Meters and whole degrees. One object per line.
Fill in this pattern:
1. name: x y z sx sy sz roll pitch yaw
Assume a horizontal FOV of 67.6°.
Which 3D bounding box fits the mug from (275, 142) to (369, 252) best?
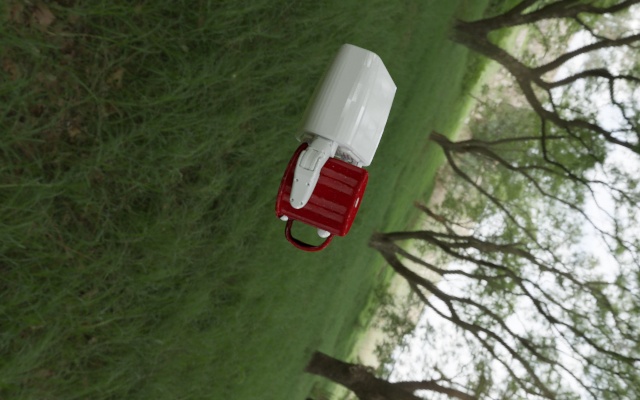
1. mug: 0.000 0.003 0.543 0.081 0.117 0.093 21 -1 9
